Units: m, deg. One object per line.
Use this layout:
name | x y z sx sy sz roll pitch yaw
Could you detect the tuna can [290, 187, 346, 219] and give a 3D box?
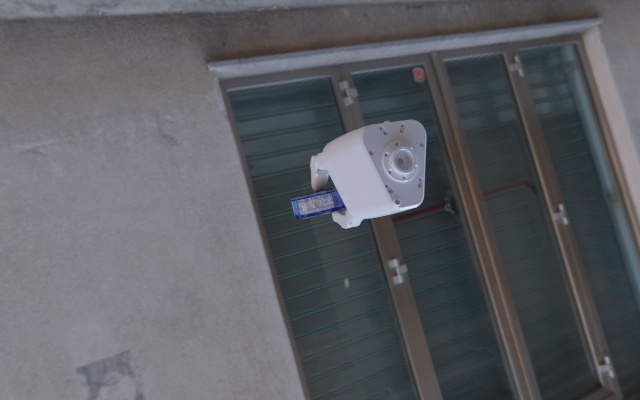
tuna can | 0.000 0.003 0.715 0.086 0.034 0.086 -13 2 1
